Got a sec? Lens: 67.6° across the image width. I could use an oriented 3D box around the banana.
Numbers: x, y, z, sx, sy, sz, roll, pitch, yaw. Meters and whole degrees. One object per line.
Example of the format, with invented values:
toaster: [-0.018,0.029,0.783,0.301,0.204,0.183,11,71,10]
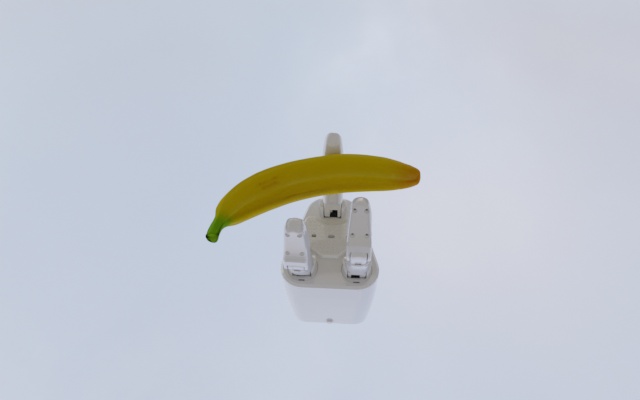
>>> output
banana: [-0.010,-0.011,0.433,0.198,0.069,0.037,-17,-40,-12]
